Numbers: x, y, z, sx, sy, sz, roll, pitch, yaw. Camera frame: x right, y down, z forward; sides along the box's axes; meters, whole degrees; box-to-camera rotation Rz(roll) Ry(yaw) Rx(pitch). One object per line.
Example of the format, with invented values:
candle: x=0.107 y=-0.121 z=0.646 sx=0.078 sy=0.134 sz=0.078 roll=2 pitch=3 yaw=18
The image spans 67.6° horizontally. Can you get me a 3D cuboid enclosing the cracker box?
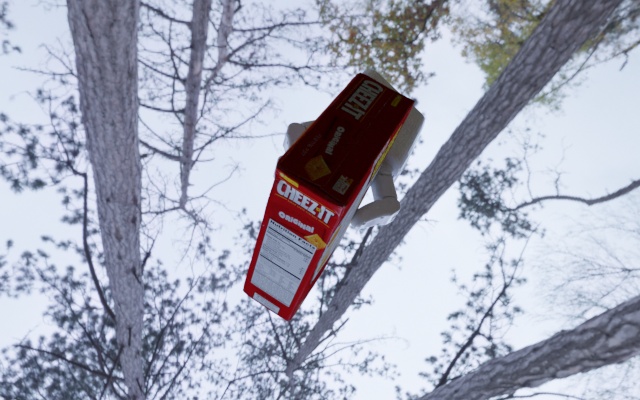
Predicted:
cracker box: x=0.000 y=0.002 z=0.488 sx=0.072 sy=0.164 sz=0.214 roll=30 pitch=-40 yaw=6
